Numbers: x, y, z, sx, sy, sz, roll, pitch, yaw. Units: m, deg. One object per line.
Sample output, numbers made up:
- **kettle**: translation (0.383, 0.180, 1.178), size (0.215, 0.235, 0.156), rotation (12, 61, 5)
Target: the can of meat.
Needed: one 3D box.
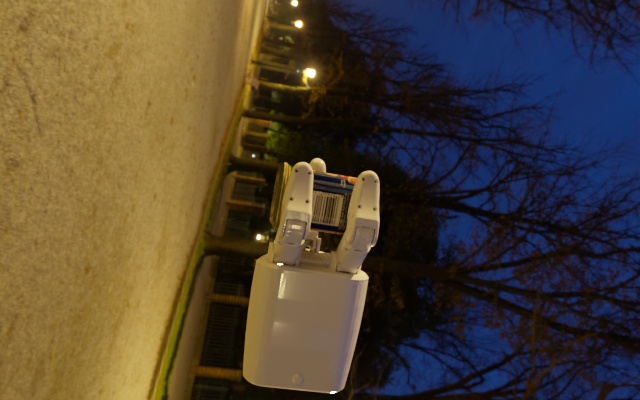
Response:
- **can of meat**: translation (0.000, 0.001, 0.441), size (0.084, 0.057, 0.102), rotation (9, 0, -9)
